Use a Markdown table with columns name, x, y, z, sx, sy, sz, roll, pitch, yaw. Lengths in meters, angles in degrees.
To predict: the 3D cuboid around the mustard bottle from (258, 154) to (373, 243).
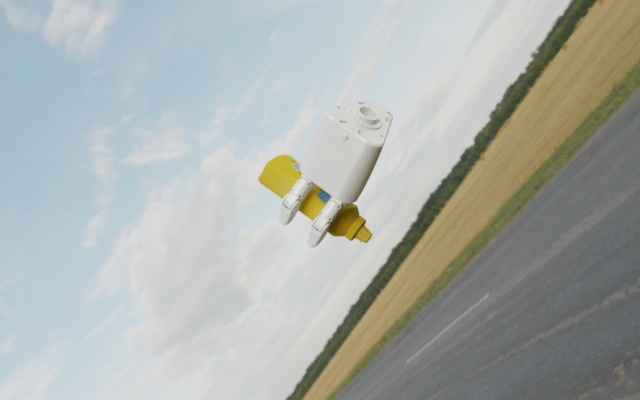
| name | x | y | z | sx | sy | sz | roll | pitch | yaw |
| --- | --- | --- | --- | --- | --- | --- | --- | --- | --- |
| mustard bottle | 0.000 | 0.003 | 0.747 | 0.191 | 0.058 | 0.096 | 36 | 17 | 12 |
